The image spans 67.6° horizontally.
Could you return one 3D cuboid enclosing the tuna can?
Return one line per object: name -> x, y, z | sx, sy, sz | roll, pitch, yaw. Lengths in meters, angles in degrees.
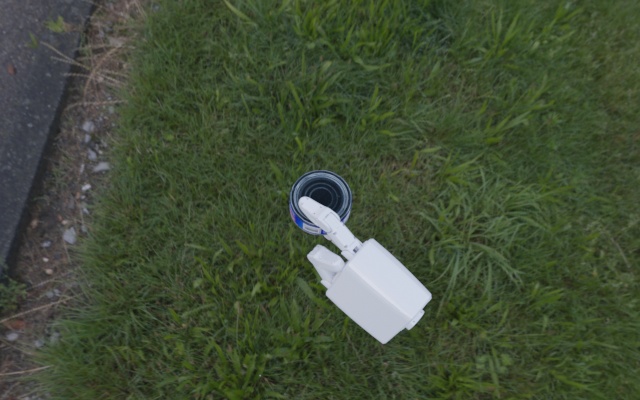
tuna can -> 0.000, 0.002, 0.654 | 0.086, 0.086, 0.034 | 0, -24, -3
